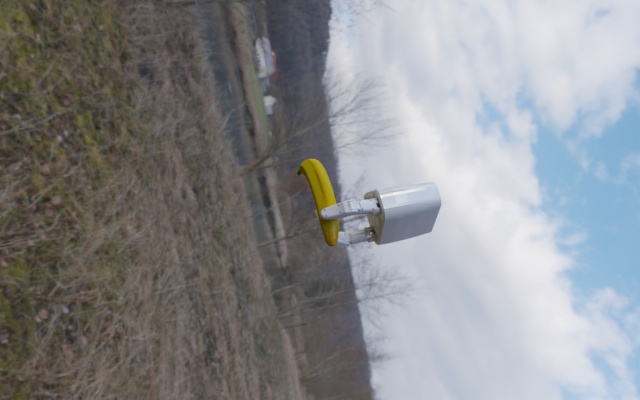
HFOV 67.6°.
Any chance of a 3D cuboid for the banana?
[{"bbox_3d":[0.000,-0.013,0.830,0.037,0.070,0.197,-11,46,-12],"label":"banana"}]
